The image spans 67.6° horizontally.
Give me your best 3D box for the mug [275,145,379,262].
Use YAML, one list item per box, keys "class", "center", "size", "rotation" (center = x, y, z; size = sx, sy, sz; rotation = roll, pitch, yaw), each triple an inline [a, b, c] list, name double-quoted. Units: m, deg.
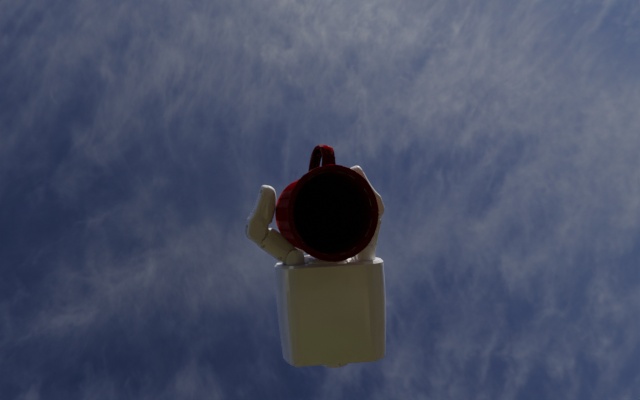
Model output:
- class: "mug"
  center: [0.000, 0.000, 0.492]
  size: [0.093, 0.117, 0.081]
  rotation: [-2, -1, -19]
